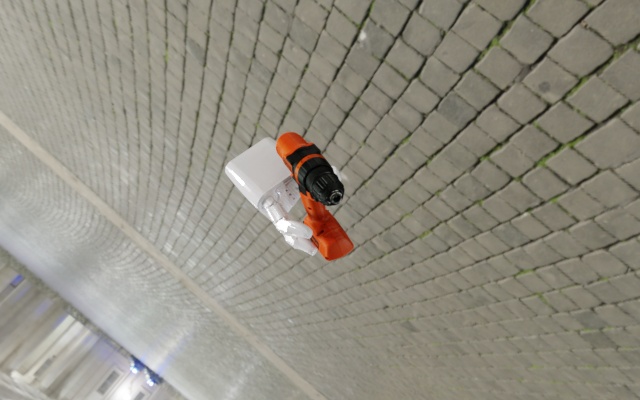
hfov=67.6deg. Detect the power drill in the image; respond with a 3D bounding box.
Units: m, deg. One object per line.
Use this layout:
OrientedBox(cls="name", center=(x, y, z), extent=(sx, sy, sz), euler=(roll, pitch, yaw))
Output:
OrientedBox(cls="power drill", center=(0.000, 0.003, 0.734), extent=(0.057, 0.188, 0.184), euler=(-24, 39, -10))
